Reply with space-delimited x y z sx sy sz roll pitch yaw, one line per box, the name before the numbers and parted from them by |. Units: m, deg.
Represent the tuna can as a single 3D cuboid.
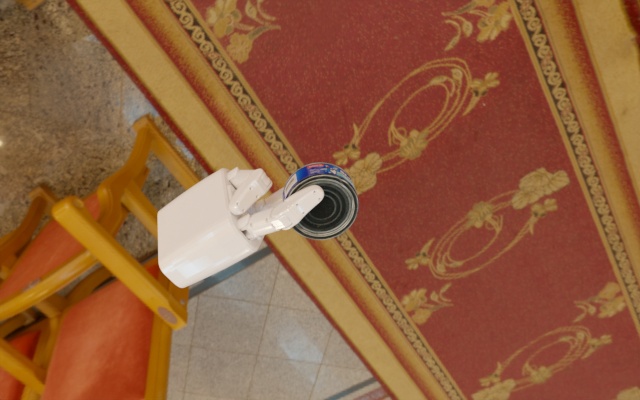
tuna can | 0.000 0.002 0.545 0.086 0.086 0.033 0 27 -7
